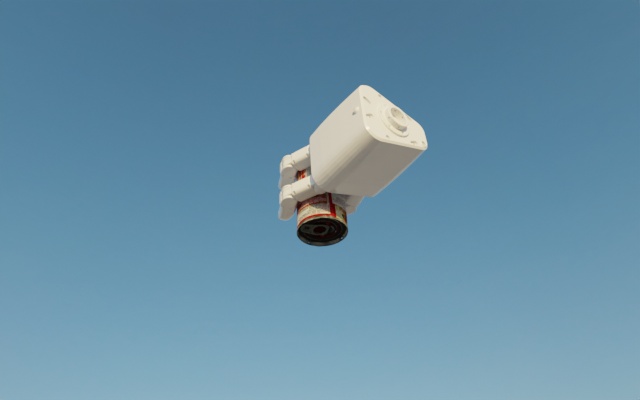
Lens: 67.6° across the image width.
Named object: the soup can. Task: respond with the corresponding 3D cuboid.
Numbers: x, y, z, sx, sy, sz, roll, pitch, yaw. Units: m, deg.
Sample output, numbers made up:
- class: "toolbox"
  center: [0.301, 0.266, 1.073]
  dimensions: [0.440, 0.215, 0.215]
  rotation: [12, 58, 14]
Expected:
- class: "soup can"
  center: [0.000, 0.002, 0.655]
  dimensions: [0.068, 0.102, 0.069]
  rotation: [-2, -38, -2]
